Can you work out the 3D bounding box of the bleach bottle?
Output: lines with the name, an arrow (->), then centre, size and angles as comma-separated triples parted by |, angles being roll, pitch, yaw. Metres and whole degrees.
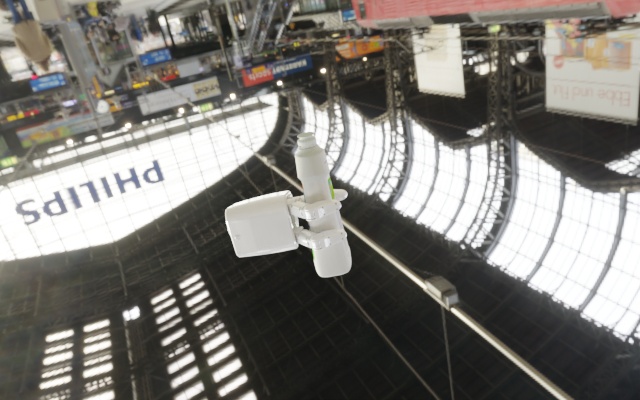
bleach bottle -> 0.000, 0.003, 0.828 | 0.068, 0.251, 0.102 | -11, 23, 3
